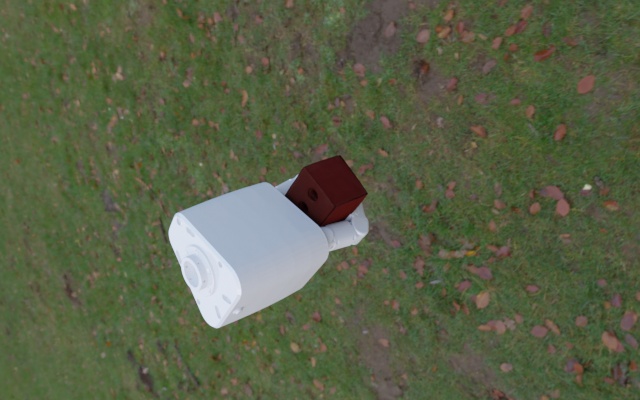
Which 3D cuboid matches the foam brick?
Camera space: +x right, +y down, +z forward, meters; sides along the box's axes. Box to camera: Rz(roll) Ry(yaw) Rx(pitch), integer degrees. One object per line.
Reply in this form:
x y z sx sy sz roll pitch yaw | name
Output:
0.000 0.001 0.490 0.051 0.053 0.078 -20 -24 -41 | foam brick
